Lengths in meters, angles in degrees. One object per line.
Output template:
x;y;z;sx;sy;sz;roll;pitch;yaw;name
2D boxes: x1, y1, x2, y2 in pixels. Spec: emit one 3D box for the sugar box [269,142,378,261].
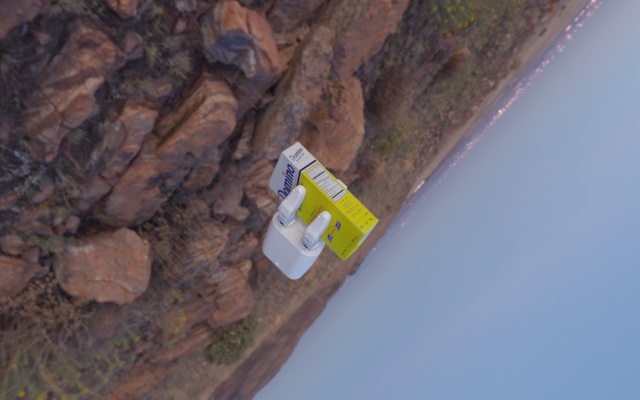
0.000;0.003;0.738;0.048;0.176;0.093;-40;-12;-37;sugar box
